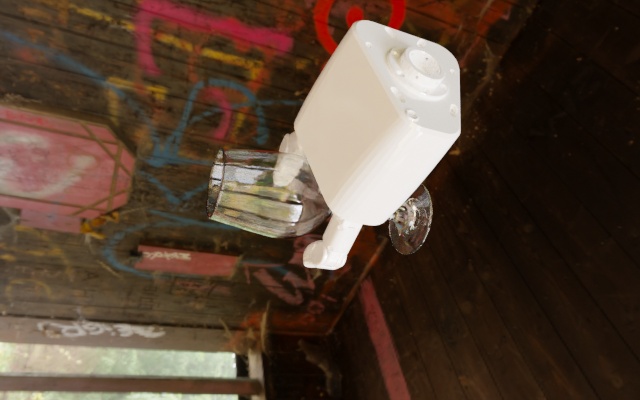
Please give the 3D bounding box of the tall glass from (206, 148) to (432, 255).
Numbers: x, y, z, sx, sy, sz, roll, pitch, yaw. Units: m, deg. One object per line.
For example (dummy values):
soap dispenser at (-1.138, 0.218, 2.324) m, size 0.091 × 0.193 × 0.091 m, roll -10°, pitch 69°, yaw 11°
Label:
tall glass at (0.001, 0.002, 0.445) m, size 0.201 × 0.079 × 0.079 m, roll 10°, pitch -4°, yaw -22°
